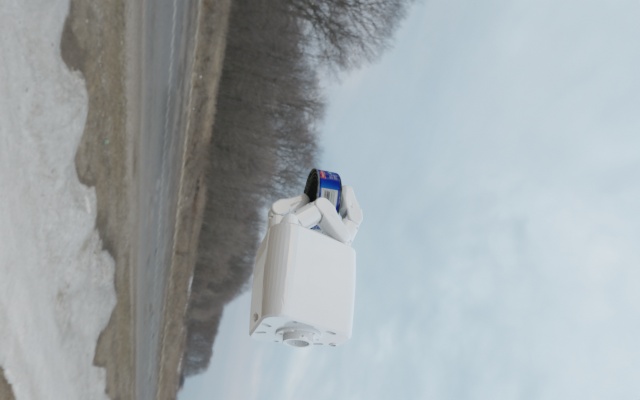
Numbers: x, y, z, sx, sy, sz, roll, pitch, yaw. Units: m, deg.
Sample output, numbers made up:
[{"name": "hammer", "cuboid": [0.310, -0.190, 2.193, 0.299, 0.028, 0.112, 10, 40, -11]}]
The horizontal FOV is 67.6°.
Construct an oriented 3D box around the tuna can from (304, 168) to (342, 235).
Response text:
[{"name": "tuna can", "cuboid": [0.001, 0.002, 0.635, 0.034, 0.086, 0.086, 9, -2, -14]}]
